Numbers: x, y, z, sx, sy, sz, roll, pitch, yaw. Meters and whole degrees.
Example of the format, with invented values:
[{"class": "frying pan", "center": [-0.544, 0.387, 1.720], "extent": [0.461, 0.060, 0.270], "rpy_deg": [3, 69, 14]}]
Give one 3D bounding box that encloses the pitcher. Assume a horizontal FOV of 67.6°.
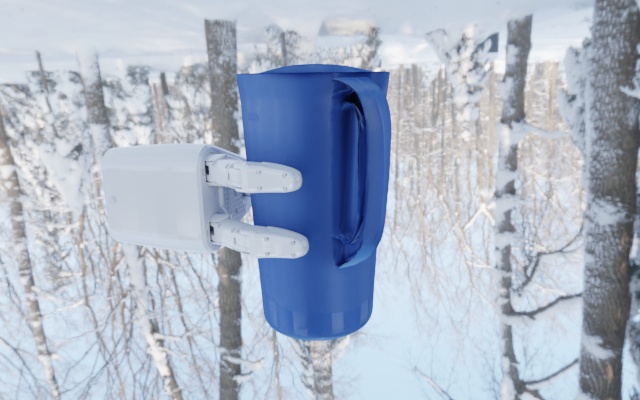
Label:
[{"class": "pitcher", "center": [0.000, 0.001, 0.435], "extent": [0.145, 0.243, 0.149], "rpy_deg": [3, 15, 16]}]
